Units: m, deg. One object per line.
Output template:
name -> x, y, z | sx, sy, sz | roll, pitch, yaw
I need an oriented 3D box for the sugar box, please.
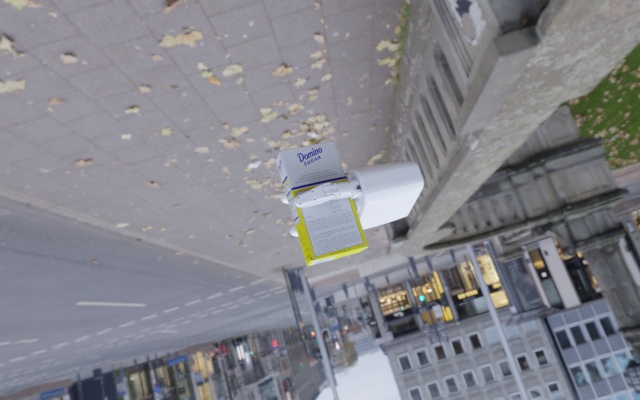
sugar box -> 0.000, 0.003, 0.731 | 0.093, 0.176, 0.048 | -12, -15, -20
